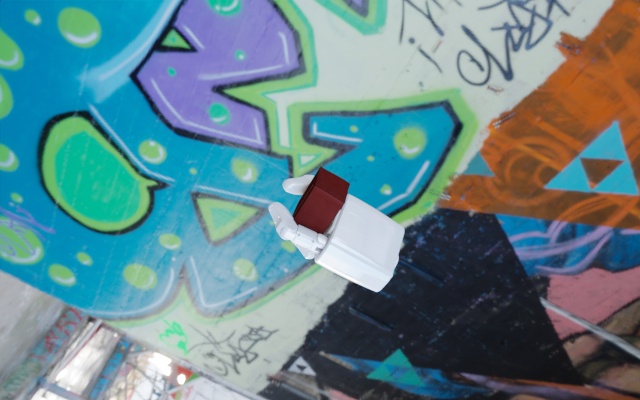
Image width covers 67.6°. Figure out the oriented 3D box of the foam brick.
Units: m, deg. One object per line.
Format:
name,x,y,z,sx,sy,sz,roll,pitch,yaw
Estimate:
foam brick,0.000,0.002,0.684,0.051,0.078,0.053,29,36,-6
